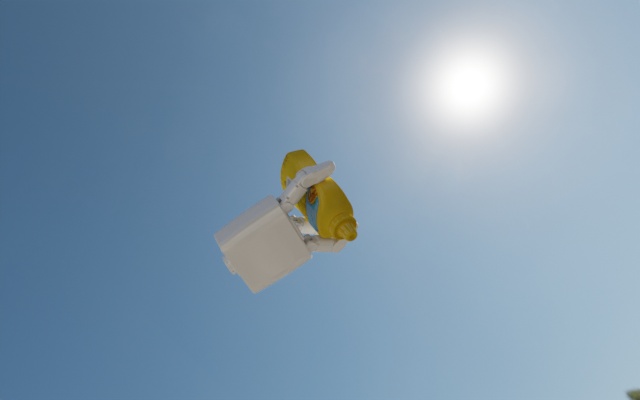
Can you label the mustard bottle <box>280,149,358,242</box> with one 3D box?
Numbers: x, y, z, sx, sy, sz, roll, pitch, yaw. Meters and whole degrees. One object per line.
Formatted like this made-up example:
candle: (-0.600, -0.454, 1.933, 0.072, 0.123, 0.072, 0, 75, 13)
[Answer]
mustard bottle: (0.000, 0.002, 0.745, 0.058, 0.096, 0.191, -15, 38, -24)
